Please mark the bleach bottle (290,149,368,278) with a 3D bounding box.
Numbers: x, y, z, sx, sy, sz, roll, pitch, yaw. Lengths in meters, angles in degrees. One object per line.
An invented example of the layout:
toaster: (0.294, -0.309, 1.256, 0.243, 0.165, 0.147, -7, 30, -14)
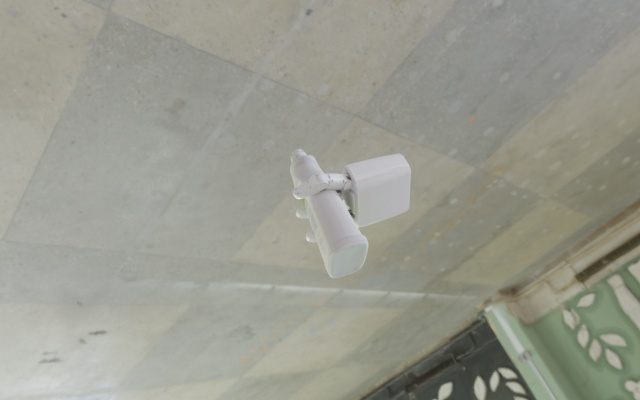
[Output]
bleach bottle: (0.000, 0.003, 0.821, 0.068, 0.250, 0.103, -16, -34, -13)
